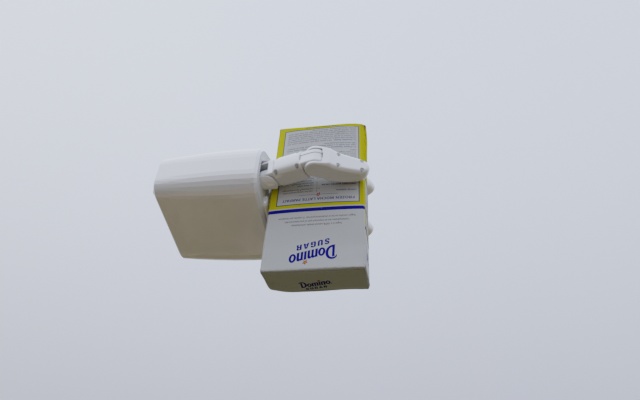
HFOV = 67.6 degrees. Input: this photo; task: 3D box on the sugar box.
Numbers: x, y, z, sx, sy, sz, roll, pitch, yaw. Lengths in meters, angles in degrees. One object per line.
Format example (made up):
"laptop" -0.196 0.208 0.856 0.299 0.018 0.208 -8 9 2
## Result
"sugar box" 0.000 0.002 0.464 0.093 0.176 0.048 -3 -37 10
